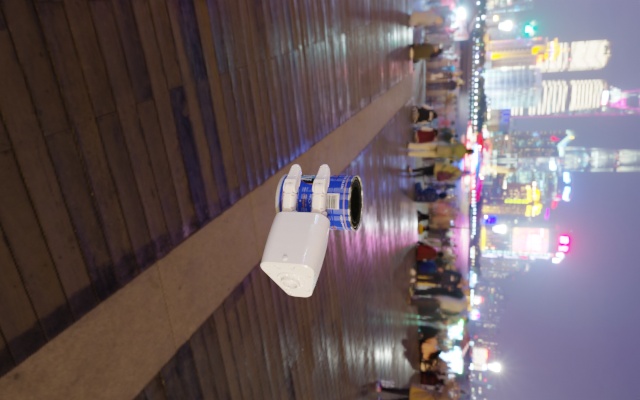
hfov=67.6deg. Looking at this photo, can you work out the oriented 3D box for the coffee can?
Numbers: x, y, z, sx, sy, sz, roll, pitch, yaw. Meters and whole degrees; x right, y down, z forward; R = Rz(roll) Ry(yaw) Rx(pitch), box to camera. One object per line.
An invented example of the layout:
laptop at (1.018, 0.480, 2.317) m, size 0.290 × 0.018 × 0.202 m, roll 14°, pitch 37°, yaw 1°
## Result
coffee can at (0.000, 0.003, 0.889) m, size 0.140 × 0.103 × 0.103 m, roll 2°, pitch 0°, yaw 18°
